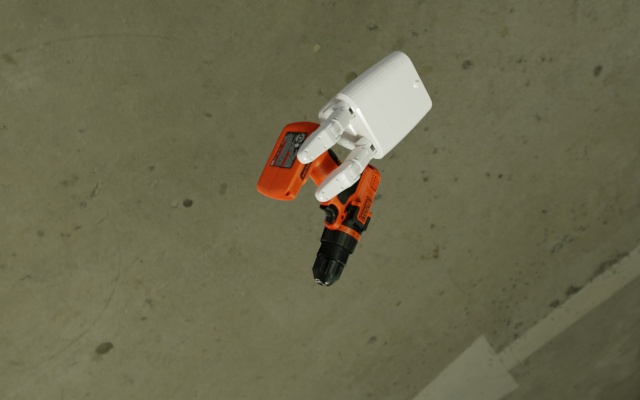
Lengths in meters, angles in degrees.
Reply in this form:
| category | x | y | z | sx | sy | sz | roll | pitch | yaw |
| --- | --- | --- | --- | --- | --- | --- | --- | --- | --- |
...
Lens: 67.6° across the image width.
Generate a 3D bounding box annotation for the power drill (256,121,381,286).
| category | x | y | z | sx | sy | sz | roll | pitch | yaw |
| --- | --- | --- | --- | --- | --- | --- | --- | --- | --- |
| power drill | 0.000 | 0.002 | 0.620 | 0.057 | 0.184 | 0.188 | 9 | -22 | 37 |
